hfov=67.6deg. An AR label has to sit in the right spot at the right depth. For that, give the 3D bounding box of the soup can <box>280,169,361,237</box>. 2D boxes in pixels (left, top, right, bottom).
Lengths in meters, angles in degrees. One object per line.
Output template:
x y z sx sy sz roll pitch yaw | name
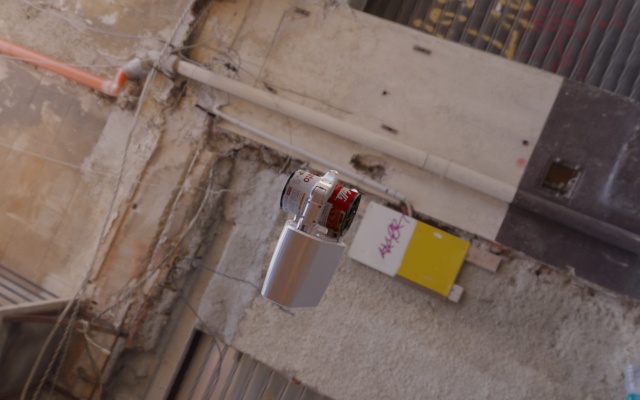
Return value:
0.000 0.002 0.704 0.102 0.068 0.068 23 5 13 | soup can
